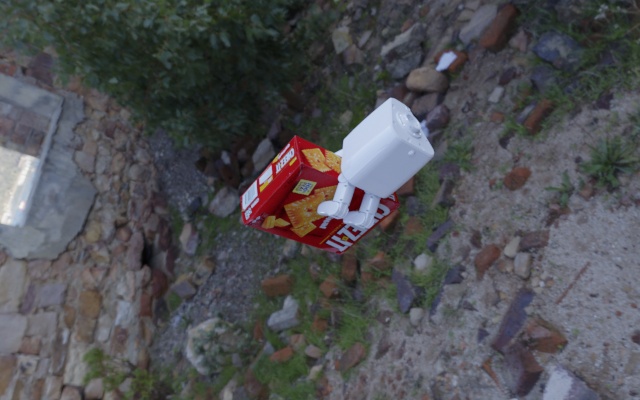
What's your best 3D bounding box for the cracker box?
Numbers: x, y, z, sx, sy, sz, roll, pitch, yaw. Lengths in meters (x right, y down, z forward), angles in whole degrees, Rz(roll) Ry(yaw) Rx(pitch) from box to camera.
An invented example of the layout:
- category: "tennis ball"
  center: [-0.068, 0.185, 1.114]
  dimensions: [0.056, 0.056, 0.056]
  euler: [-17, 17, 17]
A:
- category: "cracker box"
  center: [0.000, 0.002, 0.800]
  dimensions: [0.214, 0.072, 0.164]
  euler: [21, -50, -33]
